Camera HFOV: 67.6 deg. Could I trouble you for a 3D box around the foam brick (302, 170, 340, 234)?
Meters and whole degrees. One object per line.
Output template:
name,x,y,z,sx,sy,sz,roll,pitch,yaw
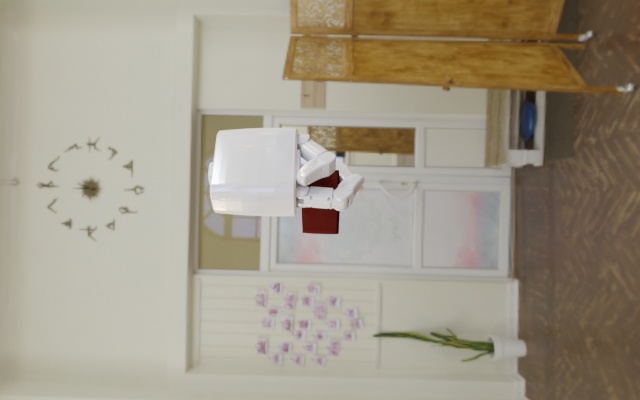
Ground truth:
foam brick,0.000,0.002,0.656,0.051,0.078,0.053,0,45,-1
